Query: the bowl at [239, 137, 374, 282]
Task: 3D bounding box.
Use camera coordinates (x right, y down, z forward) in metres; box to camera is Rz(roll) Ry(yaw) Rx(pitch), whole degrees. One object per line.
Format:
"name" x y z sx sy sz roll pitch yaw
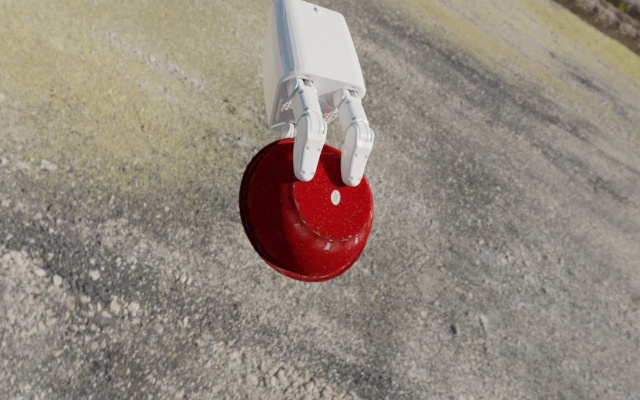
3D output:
"bowl" 0.001 0.003 0.496 0.162 0.162 0.055 0 -14 -32
